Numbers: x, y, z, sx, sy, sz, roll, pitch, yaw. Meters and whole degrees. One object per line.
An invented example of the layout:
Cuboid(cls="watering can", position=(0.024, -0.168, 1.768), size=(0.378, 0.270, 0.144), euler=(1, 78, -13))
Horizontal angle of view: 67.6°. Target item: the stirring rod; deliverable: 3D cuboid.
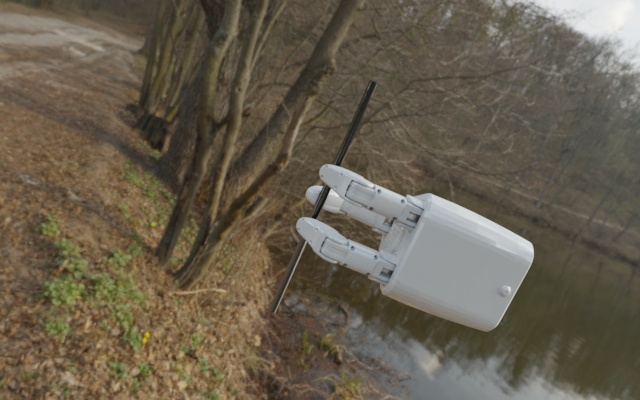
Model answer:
Cuboid(cls="stirring rod", position=(0.000, 0.002, 0.452), size=(0.011, 0.239, 0.011), euler=(23, 11, -5))
